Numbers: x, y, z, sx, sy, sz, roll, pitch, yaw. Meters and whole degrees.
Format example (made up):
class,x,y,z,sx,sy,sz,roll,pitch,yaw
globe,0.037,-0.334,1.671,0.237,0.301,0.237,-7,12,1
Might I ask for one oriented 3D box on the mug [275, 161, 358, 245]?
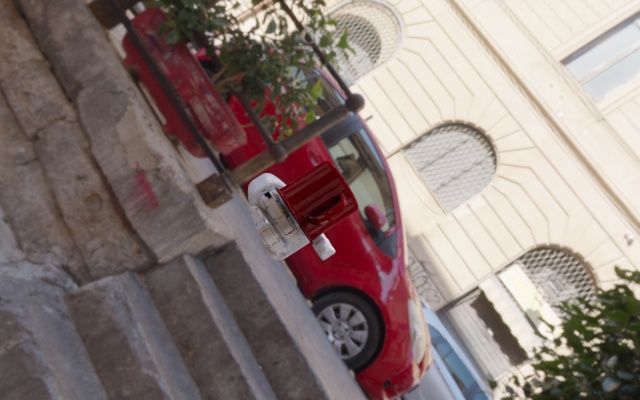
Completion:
class,x,y,z,sx,sy,sz,roll,pitch,yaw
mug,0.001,0.002,0.635,0.081,0.093,0.117,-33,18,-4
